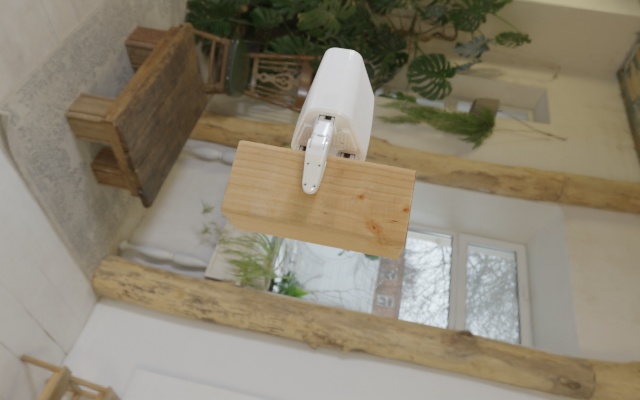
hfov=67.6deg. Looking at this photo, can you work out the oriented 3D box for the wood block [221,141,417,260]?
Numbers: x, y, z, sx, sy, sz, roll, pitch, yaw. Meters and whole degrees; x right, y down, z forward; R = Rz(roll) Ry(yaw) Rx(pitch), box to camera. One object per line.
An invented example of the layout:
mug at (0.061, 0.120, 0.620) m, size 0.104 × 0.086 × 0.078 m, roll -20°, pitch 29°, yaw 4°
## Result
wood block at (0.000, 0.001, 0.568) m, size 0.206 × 0.090 × 0.091 m, roll 10°, pitch -17°, yaw 6°
